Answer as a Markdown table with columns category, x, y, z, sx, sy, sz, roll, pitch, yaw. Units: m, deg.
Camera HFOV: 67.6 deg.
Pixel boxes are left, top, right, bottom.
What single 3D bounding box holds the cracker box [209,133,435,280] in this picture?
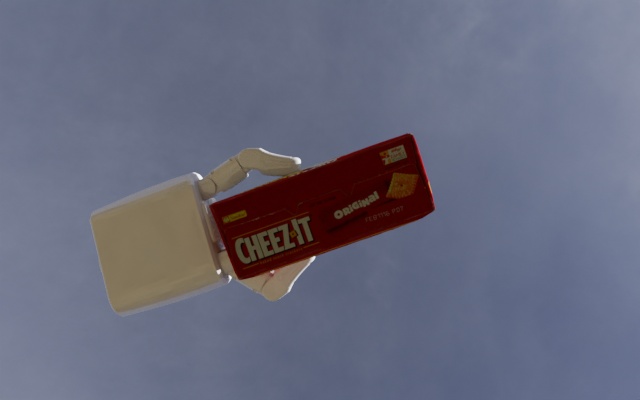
| category | x | y | z | sx | sy | sz | roll | pitch | yaw |
| --- | --- | --- | --- | --- | --- | --- | --- | --- | --- |
| cracker box | 0.000 | 0.001 | 0.462 | 0.164 | 0.072 | 0.213 | -20 | 4 | -1 |
